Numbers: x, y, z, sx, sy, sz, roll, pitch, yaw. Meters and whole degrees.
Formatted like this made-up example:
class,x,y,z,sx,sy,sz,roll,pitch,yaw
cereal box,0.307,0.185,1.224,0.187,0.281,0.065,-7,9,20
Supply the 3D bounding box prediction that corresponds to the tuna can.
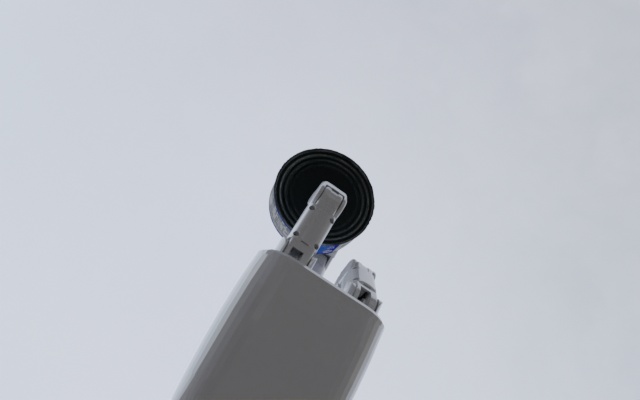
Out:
class,x,y,z,sx,sy,sz,roll,pitch,yaw
tuna can,0.000,0.001,0.405,0.086,0.086,0.034,0,-22,-17
